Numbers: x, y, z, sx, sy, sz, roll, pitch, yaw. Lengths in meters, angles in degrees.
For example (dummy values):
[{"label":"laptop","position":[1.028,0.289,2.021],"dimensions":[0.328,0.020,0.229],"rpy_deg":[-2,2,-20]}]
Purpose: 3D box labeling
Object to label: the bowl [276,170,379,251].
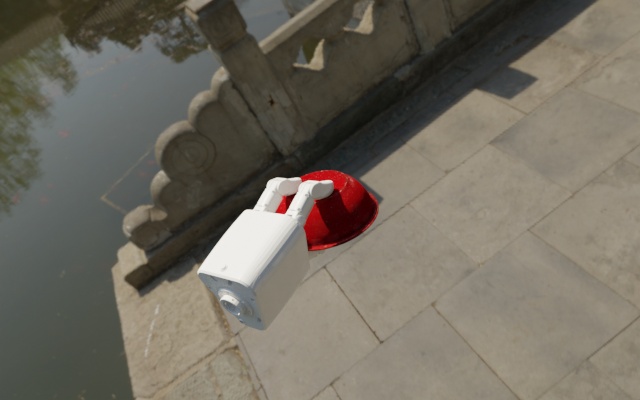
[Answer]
[{"label":"bowl","position":[0.000,0.001,0.691],"dimensions":[0.162,0.055,0.162],"rpy_deg":[-12,30,7]}]
